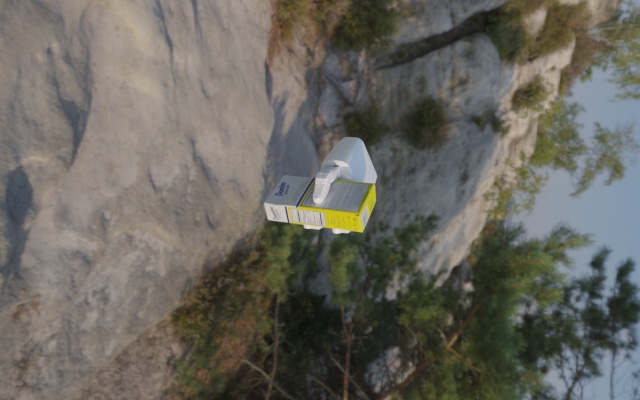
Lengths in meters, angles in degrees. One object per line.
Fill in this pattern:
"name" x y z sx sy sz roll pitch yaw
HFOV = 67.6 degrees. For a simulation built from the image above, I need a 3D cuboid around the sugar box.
"sugar box" 0.000 0.003 0.838 0.176 0.048 0.093 5 38 22
